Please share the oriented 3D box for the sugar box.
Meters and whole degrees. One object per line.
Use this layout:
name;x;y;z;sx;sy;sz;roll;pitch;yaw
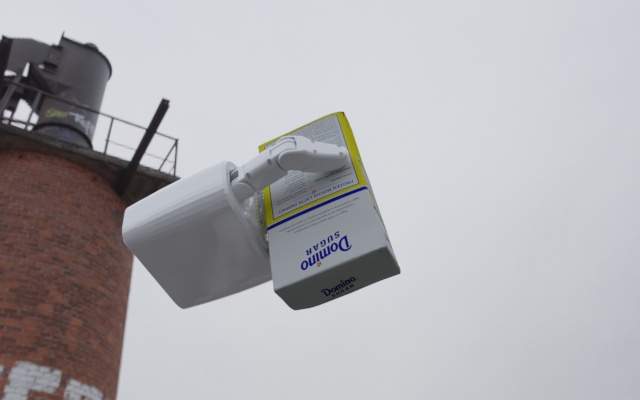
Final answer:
sugar box;0.000;0.002;0.416;0.093;0.176;0.048;-23;-43;11
